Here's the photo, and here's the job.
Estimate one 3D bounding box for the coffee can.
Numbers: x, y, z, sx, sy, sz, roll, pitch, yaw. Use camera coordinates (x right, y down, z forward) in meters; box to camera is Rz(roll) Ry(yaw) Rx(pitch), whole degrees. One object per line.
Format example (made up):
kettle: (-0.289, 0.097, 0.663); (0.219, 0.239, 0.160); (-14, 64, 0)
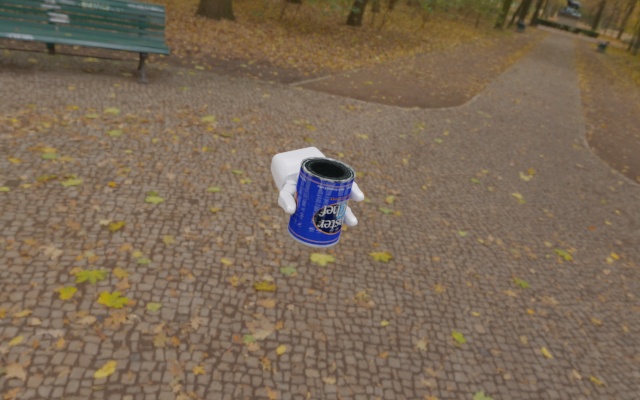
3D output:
coffee can: (0.000, 0.003, 0.890); (0.103, 0.140, 0.102); (10, 26, -5)
